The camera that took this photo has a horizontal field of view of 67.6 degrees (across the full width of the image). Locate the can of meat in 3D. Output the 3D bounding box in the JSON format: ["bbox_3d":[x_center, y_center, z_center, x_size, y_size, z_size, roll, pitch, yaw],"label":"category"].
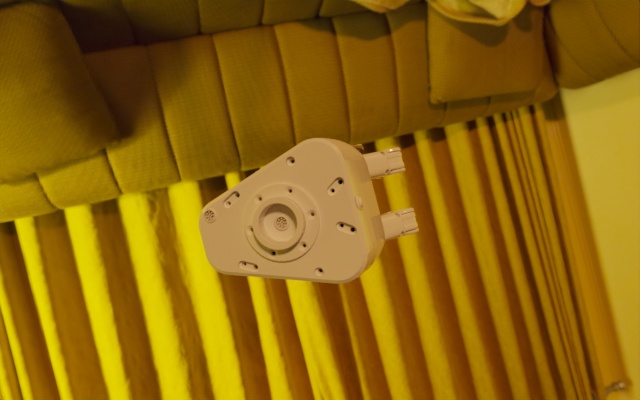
[{"bbox_3d":[0.000,0.002,0.447,0.102,0.084,0.057,-14,-1,8],"label":"can of meat"}]
